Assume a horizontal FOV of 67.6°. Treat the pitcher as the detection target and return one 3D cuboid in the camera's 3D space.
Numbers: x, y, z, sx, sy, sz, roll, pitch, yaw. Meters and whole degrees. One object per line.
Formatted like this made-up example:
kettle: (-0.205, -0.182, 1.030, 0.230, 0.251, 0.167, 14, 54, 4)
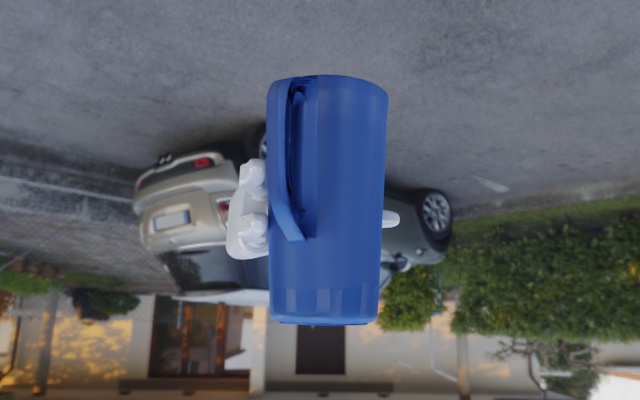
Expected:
pitcher: (0.000, 0.002, 0.490, 0.149, 0.242, 0.145, 5, -13, -20)
